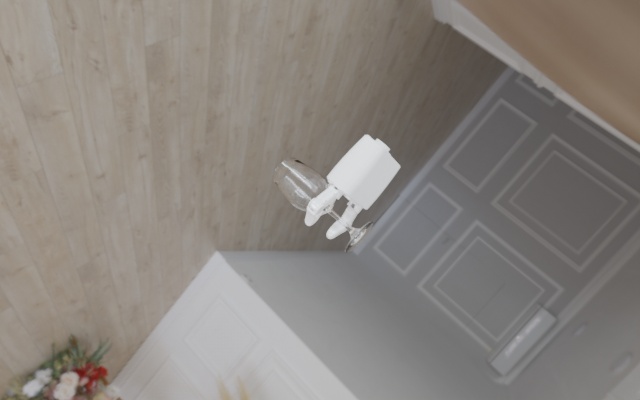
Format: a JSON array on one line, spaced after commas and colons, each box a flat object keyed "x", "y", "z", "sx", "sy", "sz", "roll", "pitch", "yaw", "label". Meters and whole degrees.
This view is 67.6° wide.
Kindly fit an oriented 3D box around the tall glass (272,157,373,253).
[{"x": 0.001, "y": 0.003, "z": 0.889, "sx": 0.201, "sy": 0.079, "sz": 0.079, "roll": 42, "pitch": 15, "yaw": 18, "label": "tall glass"}]
